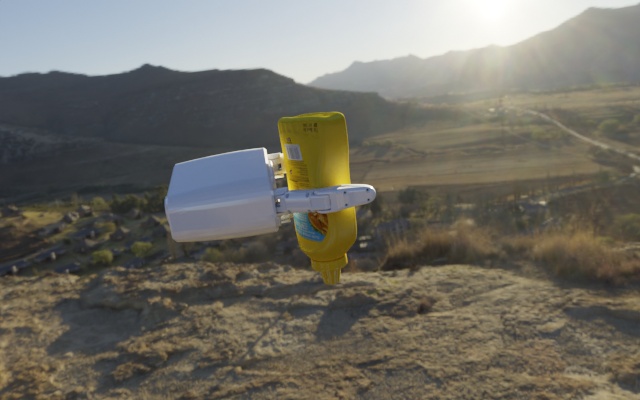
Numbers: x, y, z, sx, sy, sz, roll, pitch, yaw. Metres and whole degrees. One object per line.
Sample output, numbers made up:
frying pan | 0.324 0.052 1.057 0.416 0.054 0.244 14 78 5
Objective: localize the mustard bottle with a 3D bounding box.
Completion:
mustard bottle | 0.000 0.001 0.527 0.058 0.192 0.096 -15 15 -30
